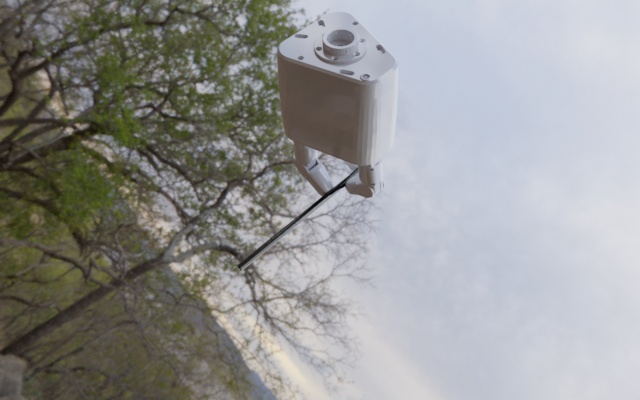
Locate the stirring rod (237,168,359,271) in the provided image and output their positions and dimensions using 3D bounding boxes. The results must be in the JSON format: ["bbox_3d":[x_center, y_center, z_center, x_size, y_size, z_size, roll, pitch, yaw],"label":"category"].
[{"bbox_3d":[0.000,0.002,0.554,0.239,0.011,0.011,-39,17,-23],"label":"stirring rod"}]
